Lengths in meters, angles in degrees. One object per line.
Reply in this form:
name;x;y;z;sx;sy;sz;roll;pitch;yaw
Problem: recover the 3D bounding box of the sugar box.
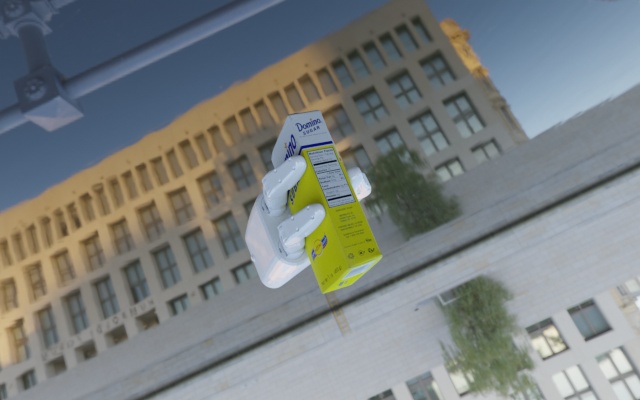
sugar box;0.000;0.002;0.515;0.048;0.176;0.093;-16;-20;-26
